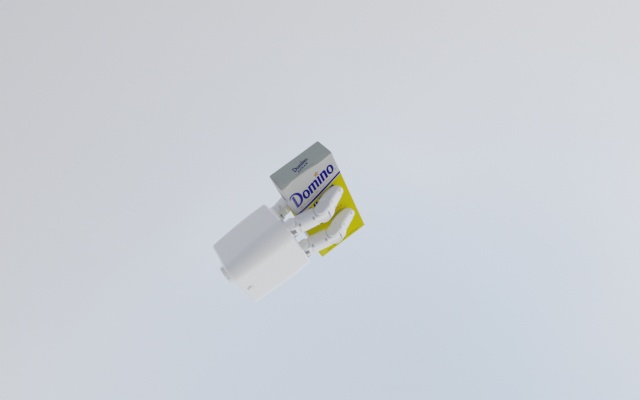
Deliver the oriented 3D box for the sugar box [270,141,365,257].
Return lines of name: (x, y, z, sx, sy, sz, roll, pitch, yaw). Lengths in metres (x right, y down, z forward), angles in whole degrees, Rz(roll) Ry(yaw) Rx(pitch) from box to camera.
sugar box: (0.000, 0.003, 0.745, 0.048, 0.093, 0.176, 45, -11, 42)
